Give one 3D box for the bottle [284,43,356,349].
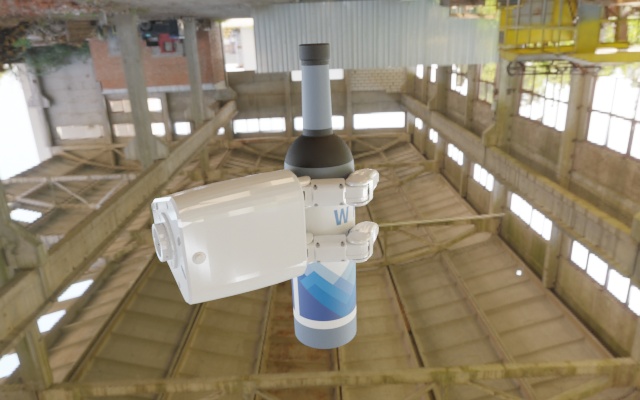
[{"bbox_3d":[0.000,0.002,0.467,0.069,0.296,0.069,-2,19,1],"label":"bottle"}]
